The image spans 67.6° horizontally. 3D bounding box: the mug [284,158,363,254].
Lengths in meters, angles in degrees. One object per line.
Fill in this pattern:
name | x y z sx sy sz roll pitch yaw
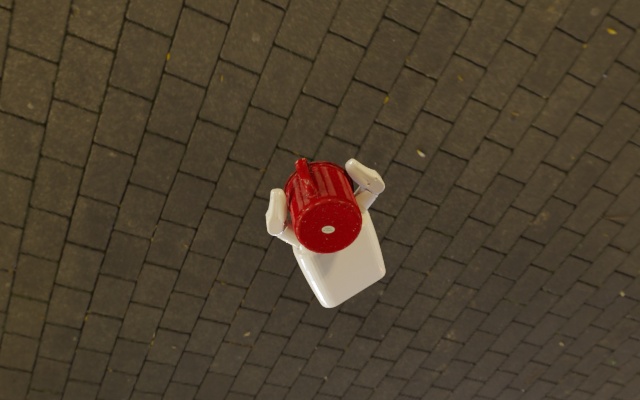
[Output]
mug | 0.000 0.001 0.578 0.093 0.117 0.081 -22 33 3
